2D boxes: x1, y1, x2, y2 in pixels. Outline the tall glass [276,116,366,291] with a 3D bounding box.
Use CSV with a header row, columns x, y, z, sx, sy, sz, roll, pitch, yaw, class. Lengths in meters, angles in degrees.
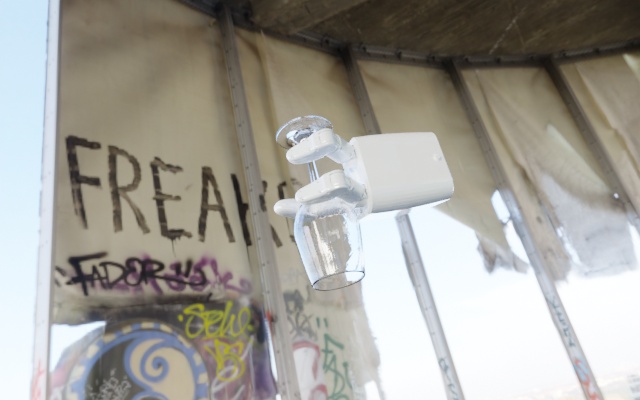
x,y,z,sx,sy,sz,roll,pitch,yaw,class
0.000,0.001,0.570,0.079,0.201,0.079,-10,-25,-5,tall glass
